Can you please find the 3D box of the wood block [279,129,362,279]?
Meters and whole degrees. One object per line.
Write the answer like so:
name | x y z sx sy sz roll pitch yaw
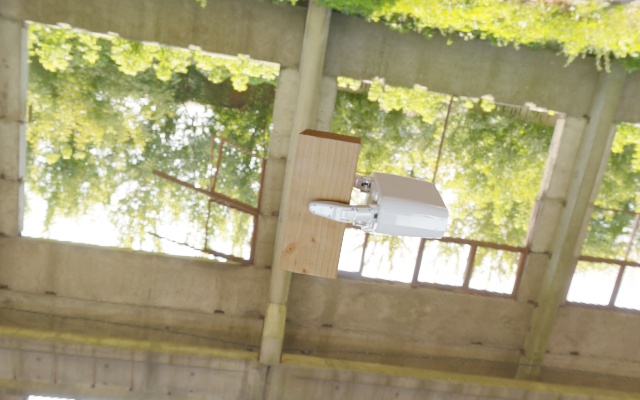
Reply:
wood block | 0.000 0.003 0.729 0.090 0.206 0.091 10 14 3
